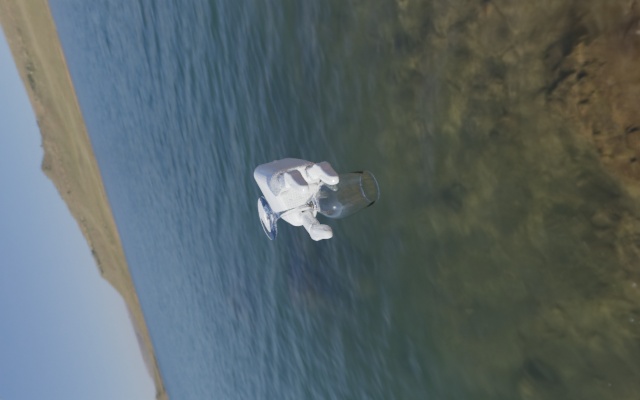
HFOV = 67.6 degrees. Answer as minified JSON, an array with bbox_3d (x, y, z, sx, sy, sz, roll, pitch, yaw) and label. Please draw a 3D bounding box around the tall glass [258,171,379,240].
[{"bbox_3d":[0.000,0.003,0.814,0.201,0.079,0.079,-17,7,-23],"label":"tall glass"}]
